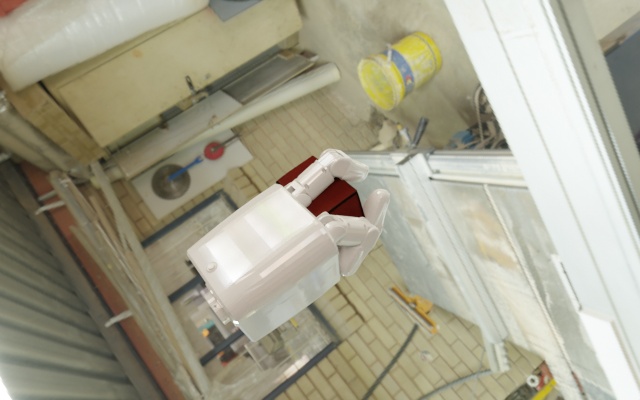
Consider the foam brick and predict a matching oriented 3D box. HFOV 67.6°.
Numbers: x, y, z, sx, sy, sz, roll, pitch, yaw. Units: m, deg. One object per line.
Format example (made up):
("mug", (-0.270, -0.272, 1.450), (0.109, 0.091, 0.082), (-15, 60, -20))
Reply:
("foam brick", (0.000, 0.001, 0.488), (0.051, 0.053, 0.078), (-37, 48, -14))
